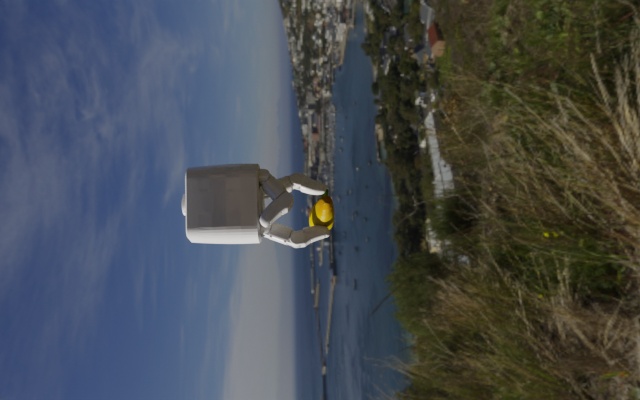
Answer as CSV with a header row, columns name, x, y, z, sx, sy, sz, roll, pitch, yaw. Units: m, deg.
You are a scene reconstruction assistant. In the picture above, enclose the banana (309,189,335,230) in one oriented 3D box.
name,x,y,z,sx,sy,sz,roll,pitch,yaw
banana,0.000,0.021,0.767,0.037,0.069,0.198,-1,5,-2
